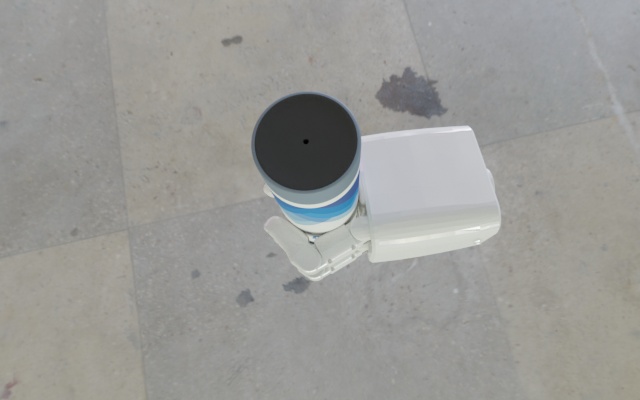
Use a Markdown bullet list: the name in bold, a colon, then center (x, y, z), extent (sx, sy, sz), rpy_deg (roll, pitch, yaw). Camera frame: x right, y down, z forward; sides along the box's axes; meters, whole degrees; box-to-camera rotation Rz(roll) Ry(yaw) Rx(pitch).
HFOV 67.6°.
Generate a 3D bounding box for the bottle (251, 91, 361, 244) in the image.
- **bottle**: center (0.000, 0.001, 0.426), extent (0.069, 0.069, 0.296), rpy_deg (0, -14, 4)
